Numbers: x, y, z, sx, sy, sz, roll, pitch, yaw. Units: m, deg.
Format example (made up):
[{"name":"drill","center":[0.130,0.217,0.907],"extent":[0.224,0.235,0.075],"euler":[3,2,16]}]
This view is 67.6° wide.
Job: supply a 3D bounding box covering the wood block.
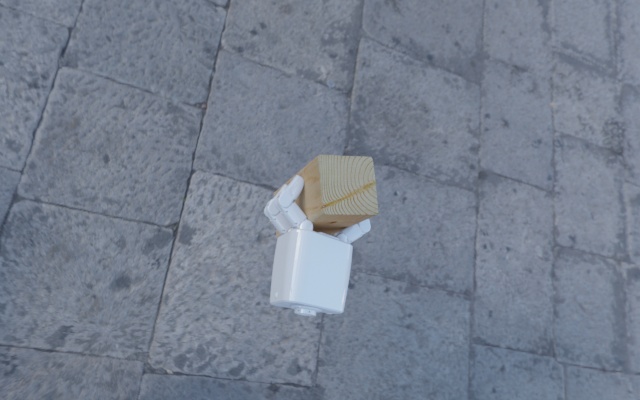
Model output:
[{"name":"wood block","center":[0.000,0.003,0.769],"extent":[0.091,0.090,0.206],"euler":[1,-14,-24]}]
